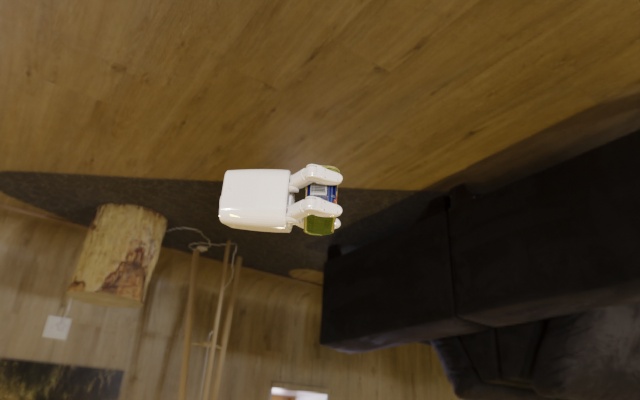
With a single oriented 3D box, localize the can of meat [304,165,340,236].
[{"bbox_3d":[0.000,0.003,0.797,0.057,0.084,0.102,4,-26,0],"label":"can of meat"}]
